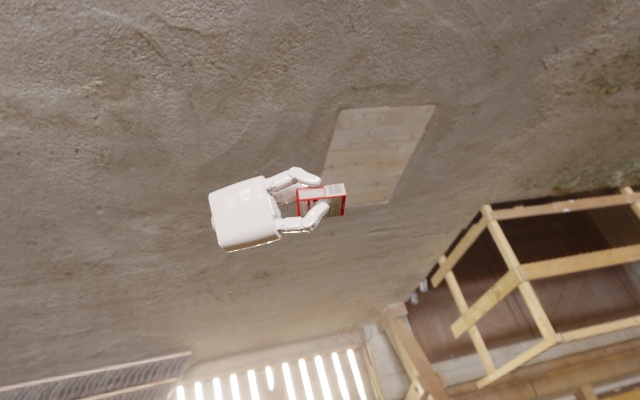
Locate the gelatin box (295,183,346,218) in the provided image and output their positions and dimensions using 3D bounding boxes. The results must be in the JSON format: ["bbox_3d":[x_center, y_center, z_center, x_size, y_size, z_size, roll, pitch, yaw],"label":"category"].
[{"bbox_3d":[0.001,0.003,0.870,0.089,0.030,0.073,-6,-32,-5],"label":"gelatin box"}]
